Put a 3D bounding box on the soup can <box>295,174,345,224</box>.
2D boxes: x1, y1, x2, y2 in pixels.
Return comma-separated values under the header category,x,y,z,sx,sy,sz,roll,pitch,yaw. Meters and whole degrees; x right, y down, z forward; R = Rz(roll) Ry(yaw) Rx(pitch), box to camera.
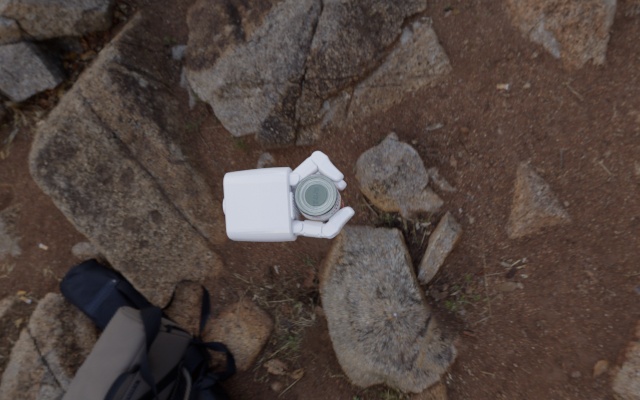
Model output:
category,x,y,z,sx,sy,sz,roll,pitch,yaw
soup can,0.001,0.003,0.768,0.068,0.068,0.102,0,-13,9
